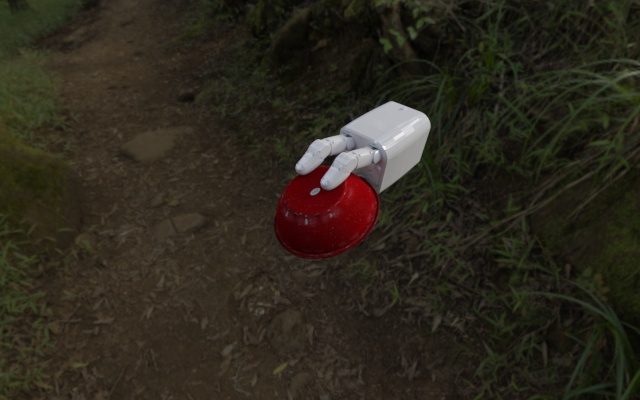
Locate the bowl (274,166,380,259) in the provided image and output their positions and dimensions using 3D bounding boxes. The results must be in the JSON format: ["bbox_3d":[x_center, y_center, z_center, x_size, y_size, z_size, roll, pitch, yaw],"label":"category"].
[{"bbox_3d":[-0.001,0.003,0.682,0.162,0.162,0.055,0,-39,22],"label":"bowl"}]
